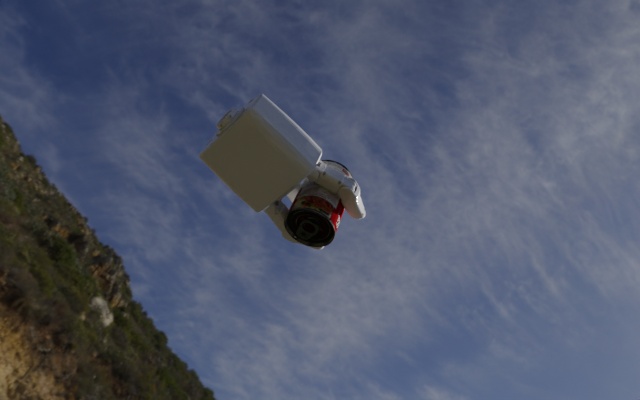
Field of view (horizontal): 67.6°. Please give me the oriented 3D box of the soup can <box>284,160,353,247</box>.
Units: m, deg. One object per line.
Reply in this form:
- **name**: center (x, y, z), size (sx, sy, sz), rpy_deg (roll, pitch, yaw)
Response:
- **soup can**: center (0.001, 0.002, 0.633), size (0.068, 0.069, 0.102), rpy_deg (0, 41, 22)
